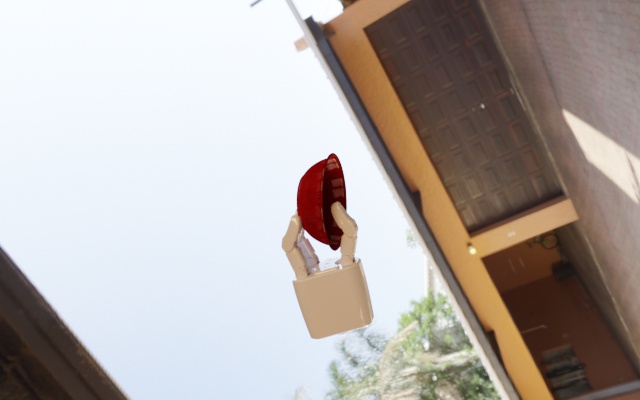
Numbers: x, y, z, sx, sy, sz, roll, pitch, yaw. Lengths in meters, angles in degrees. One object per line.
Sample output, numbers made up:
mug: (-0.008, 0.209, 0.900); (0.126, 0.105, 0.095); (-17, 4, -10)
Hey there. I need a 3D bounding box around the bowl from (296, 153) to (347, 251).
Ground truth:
bowl: (0.000, 0.001, 0.791); (0.055, 0.162, 0.162); (-1, 0, 16)
